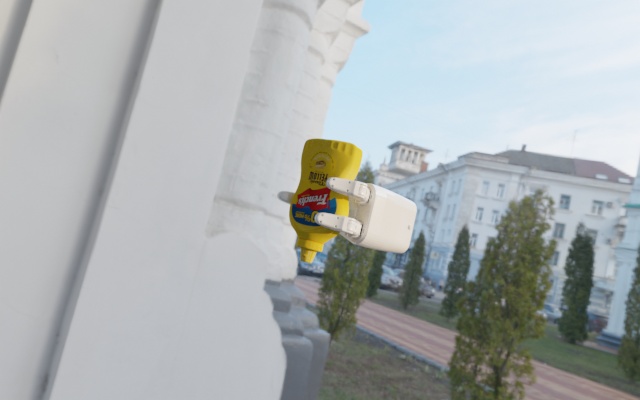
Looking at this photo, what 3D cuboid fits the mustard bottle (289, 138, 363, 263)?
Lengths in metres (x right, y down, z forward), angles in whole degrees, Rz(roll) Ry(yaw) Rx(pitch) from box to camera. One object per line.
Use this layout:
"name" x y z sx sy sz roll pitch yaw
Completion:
"mustard bottle" 0.000 0.002 0.743 0.096 0.191 0.058 10 -6 29
